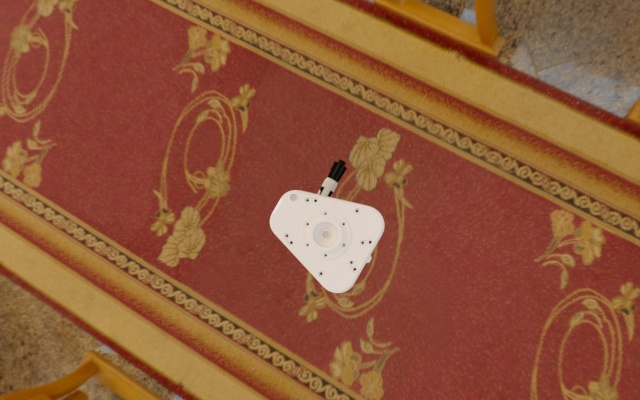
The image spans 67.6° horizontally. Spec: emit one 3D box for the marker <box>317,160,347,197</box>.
[{"bbox_3d":[0.000,0.002,0.613,0.020,0.121,0.020,29,-3,2],"label":"marker"}]
